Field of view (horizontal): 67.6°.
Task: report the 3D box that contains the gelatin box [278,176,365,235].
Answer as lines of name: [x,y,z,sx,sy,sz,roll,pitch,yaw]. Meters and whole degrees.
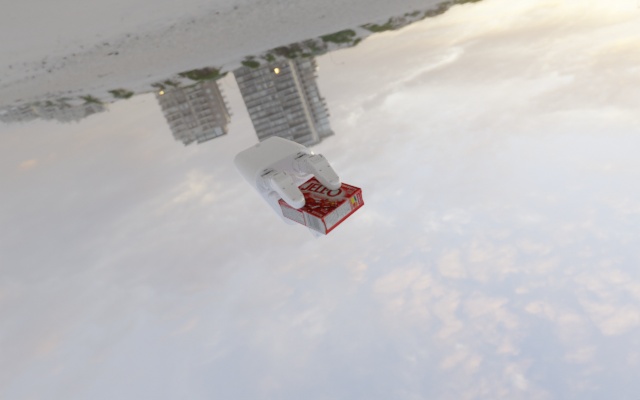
gelatin box: [0.000,0.003,0.622,0.073,0.030,0.089,-36,37,-29]
